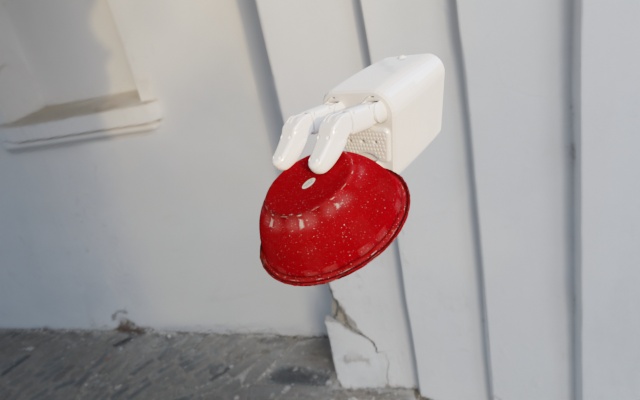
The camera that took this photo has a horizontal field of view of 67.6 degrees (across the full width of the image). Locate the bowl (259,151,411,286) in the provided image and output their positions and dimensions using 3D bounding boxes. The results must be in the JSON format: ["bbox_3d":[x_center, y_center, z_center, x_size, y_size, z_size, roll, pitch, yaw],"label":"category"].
[{"bbox_3d":[-0.001,0.002,0.453,0.162,0.055,0.162,-21,35,16],"label":"bowl"}]
